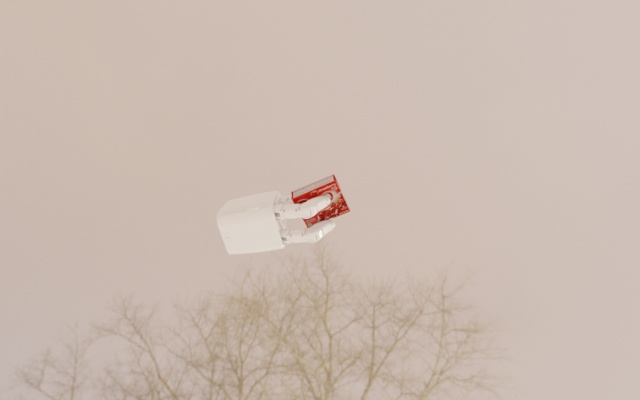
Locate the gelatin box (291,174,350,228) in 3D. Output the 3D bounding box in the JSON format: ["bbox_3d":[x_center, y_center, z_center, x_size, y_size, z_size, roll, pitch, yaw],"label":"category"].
[{"bbox_3d":[0.000,0.003,0.880,0.089,0.073,0.030,-23,30,8],"label":"gelatin box"}]
